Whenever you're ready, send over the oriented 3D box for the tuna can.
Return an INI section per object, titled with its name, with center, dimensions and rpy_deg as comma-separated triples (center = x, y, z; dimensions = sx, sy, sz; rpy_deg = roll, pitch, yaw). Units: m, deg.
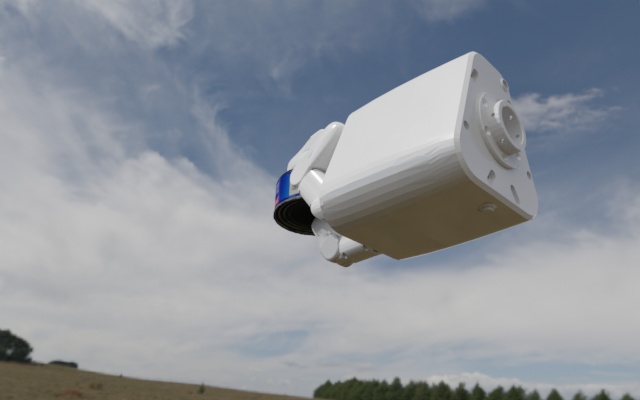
[tuna can]
center = 0.000, 0.001, 0.441
dimensions = 0.086, 0.033, 0.086
rpy_deg = 0, -27, 0
